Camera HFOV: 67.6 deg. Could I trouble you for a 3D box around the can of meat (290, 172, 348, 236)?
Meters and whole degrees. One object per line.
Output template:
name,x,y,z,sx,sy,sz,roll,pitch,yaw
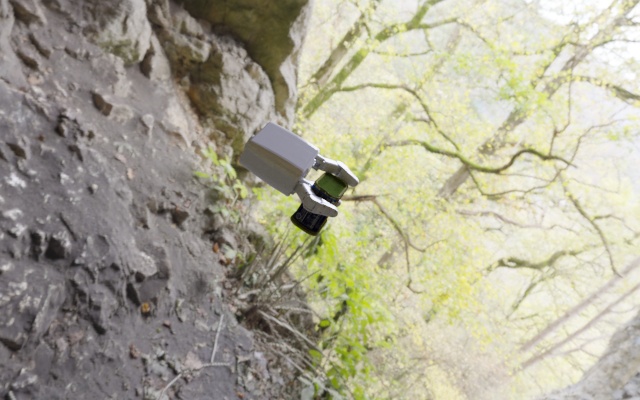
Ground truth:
can of meat,0.000,0.003,0.844,0.057,0.084,0.102,34,23,3
